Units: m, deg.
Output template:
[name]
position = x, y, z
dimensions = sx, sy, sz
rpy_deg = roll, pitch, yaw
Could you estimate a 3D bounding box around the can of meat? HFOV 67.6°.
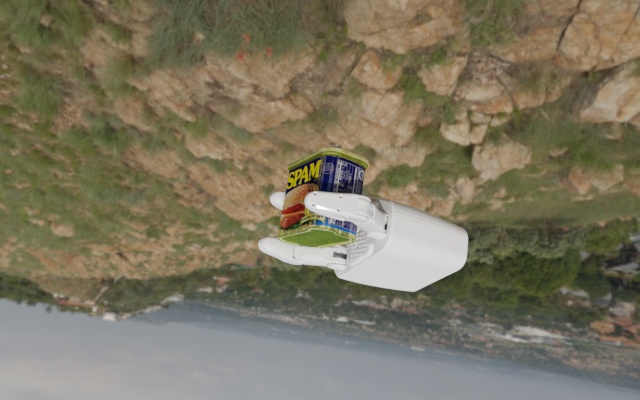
[can of meat]
position = 0.000, 0.002, 0.499
dimensions = 0.057, 0.084, 0.102
rpy_deg = 18, -19, -28
